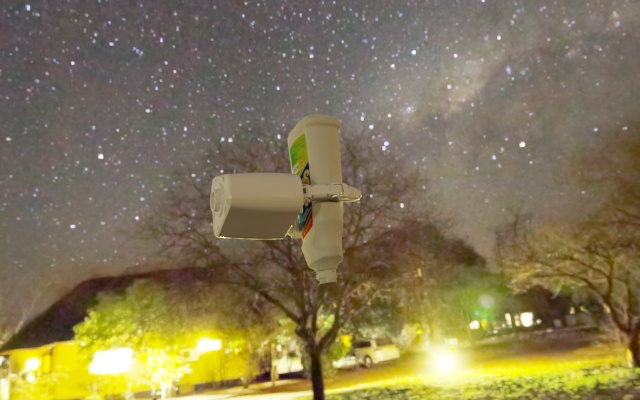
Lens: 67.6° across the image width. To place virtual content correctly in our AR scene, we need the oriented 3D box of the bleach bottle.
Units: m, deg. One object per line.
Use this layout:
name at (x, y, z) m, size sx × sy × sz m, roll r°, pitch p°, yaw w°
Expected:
bleach bottle at (0.000, 0.002, 0.739) m, size 0.068 × 0.250 × 0.102 m, roll 1°, pitch -18°, yaw -26°
